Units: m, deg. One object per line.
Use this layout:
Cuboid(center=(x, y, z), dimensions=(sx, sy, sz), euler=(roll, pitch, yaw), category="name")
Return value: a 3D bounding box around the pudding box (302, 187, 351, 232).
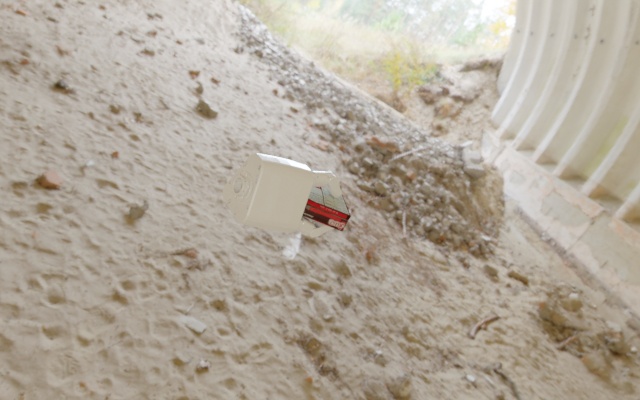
Cuboid(center=(0.000, 0.003, 0.862), dimensions=(0.090, 0.039, 0.113), euler=(23, 21, -17), category="pudding box")
